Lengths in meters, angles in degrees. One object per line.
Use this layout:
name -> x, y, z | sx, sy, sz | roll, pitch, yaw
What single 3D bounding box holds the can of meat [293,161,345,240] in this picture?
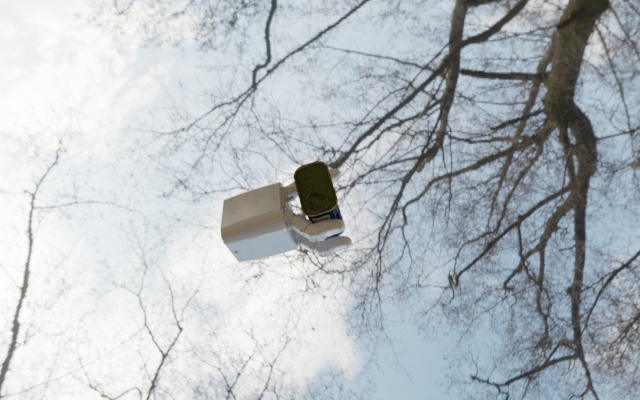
can of meat -> 0.000, 0.003, 0.772 | 0.057, 0.102, 0.084 | -18, -37, 2
